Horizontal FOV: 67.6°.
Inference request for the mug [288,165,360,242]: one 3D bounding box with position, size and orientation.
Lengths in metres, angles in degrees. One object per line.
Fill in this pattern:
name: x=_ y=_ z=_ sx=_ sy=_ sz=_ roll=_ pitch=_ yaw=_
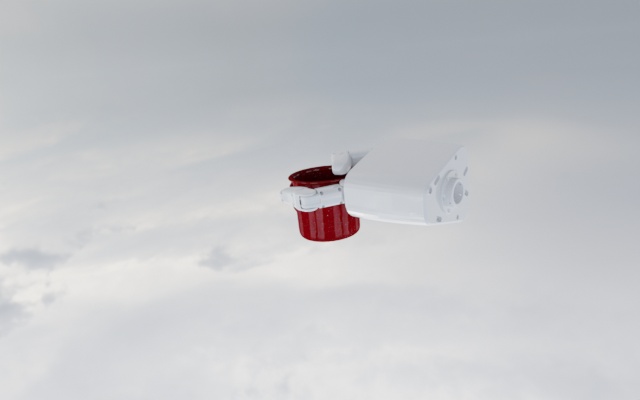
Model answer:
mug: x=-0.001 y=0.002 z=0.631 sx=0.117 sy=0.081 sz=0.093 roll=9 pitch=22 yaw=43
